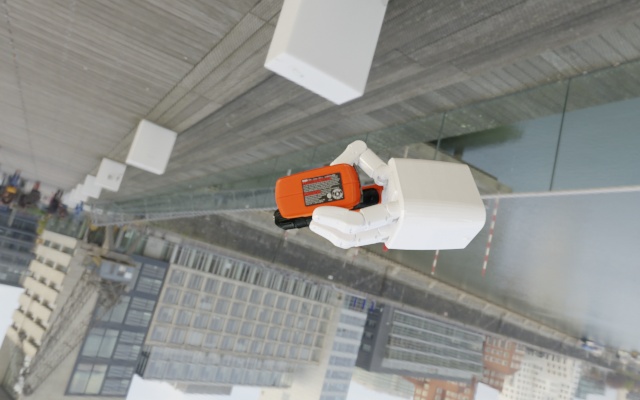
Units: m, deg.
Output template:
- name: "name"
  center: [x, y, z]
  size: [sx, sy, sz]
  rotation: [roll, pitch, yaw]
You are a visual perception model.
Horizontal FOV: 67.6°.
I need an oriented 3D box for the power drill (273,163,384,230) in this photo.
- name: "power drill"
  center: [0.000, 0.002, 0.670]
  size: [0.184, 0.057, 0.188]
  rotation: [-13, -9, 11]
